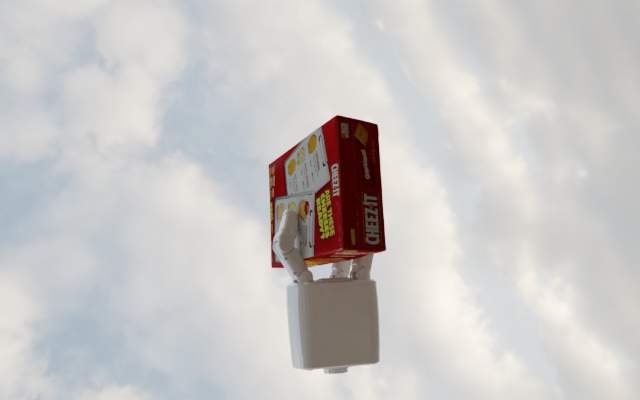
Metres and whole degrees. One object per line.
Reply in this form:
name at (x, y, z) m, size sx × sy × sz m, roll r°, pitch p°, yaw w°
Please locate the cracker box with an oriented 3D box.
cracker box at (0.000, 0.002, 0.651) m, size 0.072 × 0.164 × 0.214 m, roll 4°, pitch -15°, yaw -28°
